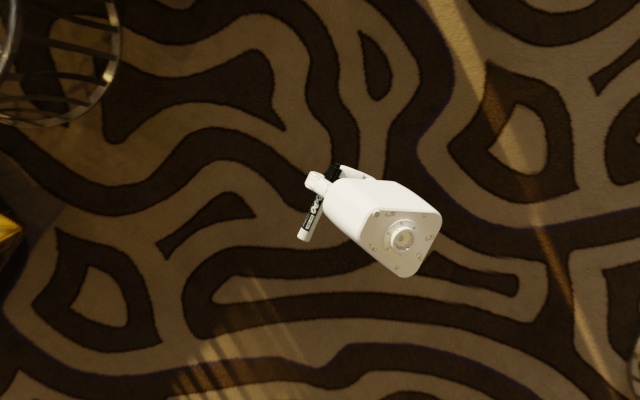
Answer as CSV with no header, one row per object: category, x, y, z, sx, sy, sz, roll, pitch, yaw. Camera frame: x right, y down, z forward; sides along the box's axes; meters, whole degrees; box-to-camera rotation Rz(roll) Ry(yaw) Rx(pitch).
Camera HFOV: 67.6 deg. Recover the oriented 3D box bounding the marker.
marker,0.000,0.002,0.684,0.020,0.121,0.020,24,10,-4
